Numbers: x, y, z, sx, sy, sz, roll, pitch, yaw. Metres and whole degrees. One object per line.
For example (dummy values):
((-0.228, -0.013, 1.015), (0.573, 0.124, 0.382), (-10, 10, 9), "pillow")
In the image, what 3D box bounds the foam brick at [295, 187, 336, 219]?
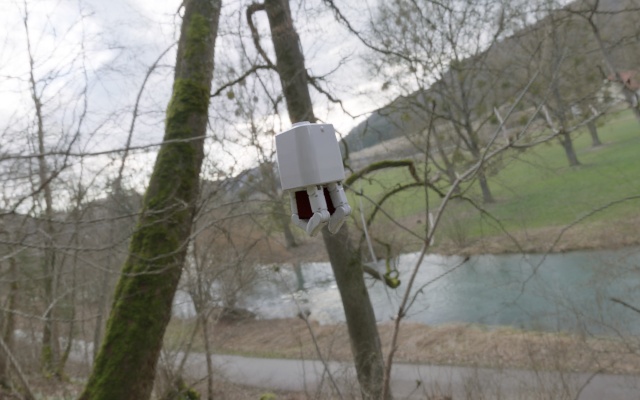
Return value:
((0.000, 0.003, 0.881), (0.053, 0.051, 0.078), (-5, 5, 40), "foam brick")
